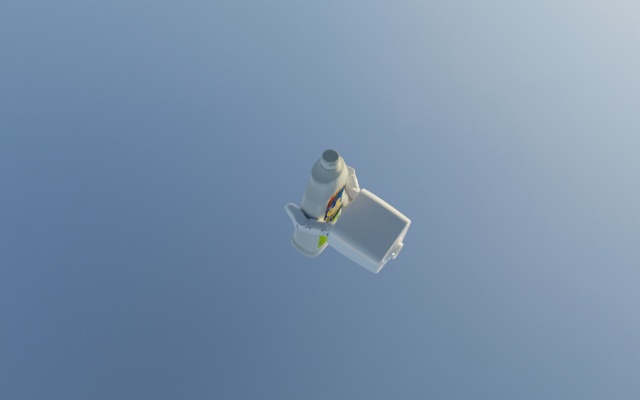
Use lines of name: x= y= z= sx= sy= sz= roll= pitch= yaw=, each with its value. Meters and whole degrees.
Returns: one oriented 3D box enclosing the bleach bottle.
bleach bottle: x=0.000 y=0.003 z=0.878 sx=0.068 sy=0.102 sz=0.251 roll=35 pitch=-31 yaw=17
